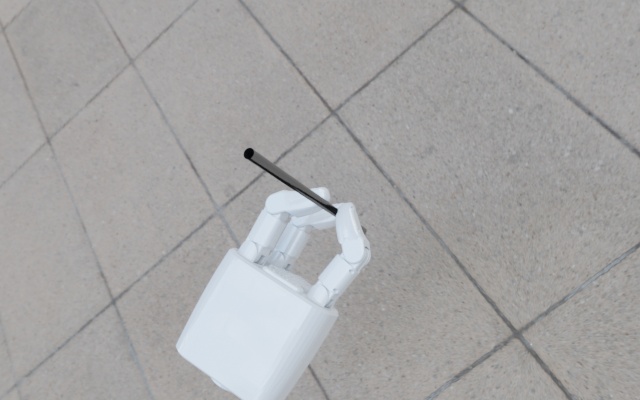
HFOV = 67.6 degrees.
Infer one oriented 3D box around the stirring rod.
[{"bbox_3d":[0.000,0.001,0.417,0.011,0.011,0.239,0,-15,24],"label":"stirring rod"}]
